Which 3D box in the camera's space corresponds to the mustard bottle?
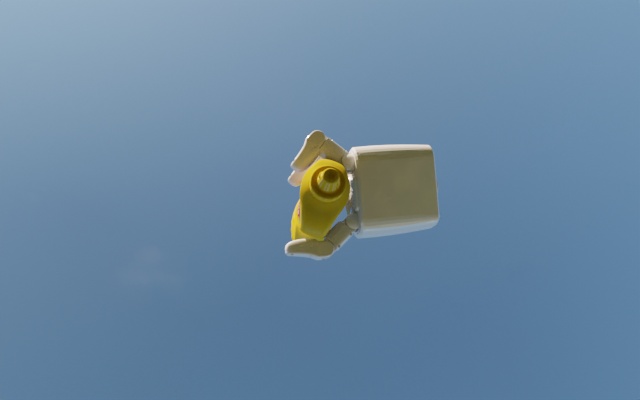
[{"bbox_3d":[0.000,0.002,0.601,0.058,0.096,0.192,18,-19,-2],"label":"mustard bottle"}]
